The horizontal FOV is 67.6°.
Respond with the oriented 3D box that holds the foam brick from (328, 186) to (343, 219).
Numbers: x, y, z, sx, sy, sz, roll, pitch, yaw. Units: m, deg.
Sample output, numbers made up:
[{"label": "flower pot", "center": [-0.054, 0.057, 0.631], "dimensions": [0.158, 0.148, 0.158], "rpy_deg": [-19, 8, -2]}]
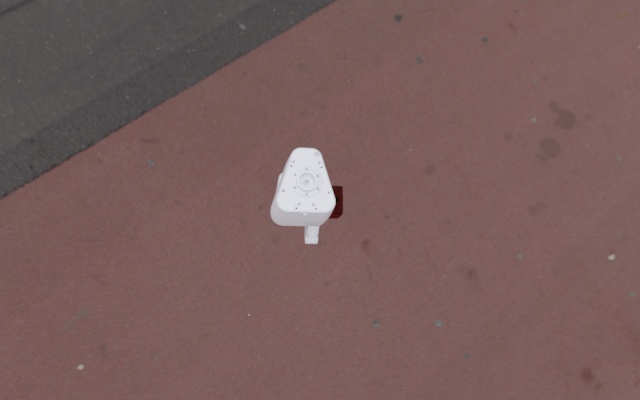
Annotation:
[{"label": "foam brick", "center": [0.000, 0.003, 0.873], "dimensions": [0.078, 0.053, 0.051], "rpy_deg": [2, -13, -9]}]
